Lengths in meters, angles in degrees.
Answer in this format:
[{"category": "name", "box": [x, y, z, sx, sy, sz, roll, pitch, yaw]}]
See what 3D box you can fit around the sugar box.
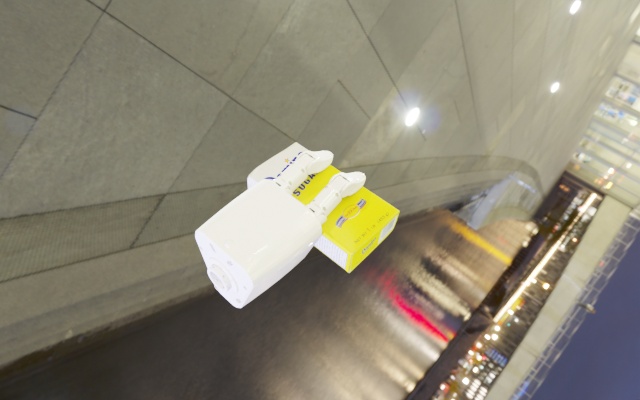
[{"category": "sugar box", "box": [0.000, 0.002, 0.599, 0.176, 0.048, 0.093, 36, 55, 22]}]
